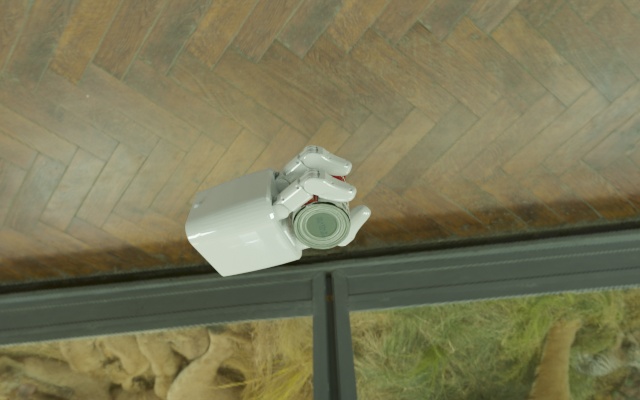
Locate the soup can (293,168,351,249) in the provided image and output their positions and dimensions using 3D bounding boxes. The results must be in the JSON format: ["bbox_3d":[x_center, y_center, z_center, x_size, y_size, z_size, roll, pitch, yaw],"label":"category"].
[{"bbox_3d":[0.001,0.002,0.579,0.068,0.068,0.102,0,34,-1],"label":"soup can"}]
